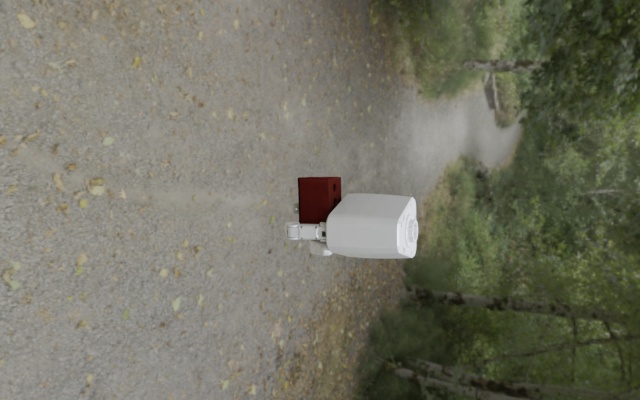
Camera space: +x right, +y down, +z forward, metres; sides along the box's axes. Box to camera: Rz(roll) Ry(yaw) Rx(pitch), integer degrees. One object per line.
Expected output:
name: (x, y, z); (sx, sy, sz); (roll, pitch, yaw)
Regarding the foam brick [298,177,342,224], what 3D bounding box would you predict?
foam brick: (0.000, 0.002, 0.726); (0.051, 0.078, 0.053); (1, 7, 25)
